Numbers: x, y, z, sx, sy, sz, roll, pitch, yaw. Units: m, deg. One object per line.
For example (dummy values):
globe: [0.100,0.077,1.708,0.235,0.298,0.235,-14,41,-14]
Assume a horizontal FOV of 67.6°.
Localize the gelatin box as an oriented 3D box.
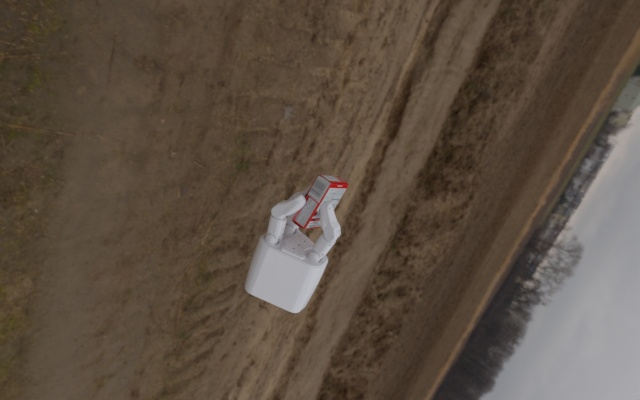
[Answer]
gelatin box: [0.001,0.002,0.770,0.030,0.089,0.073,37,15,21]
